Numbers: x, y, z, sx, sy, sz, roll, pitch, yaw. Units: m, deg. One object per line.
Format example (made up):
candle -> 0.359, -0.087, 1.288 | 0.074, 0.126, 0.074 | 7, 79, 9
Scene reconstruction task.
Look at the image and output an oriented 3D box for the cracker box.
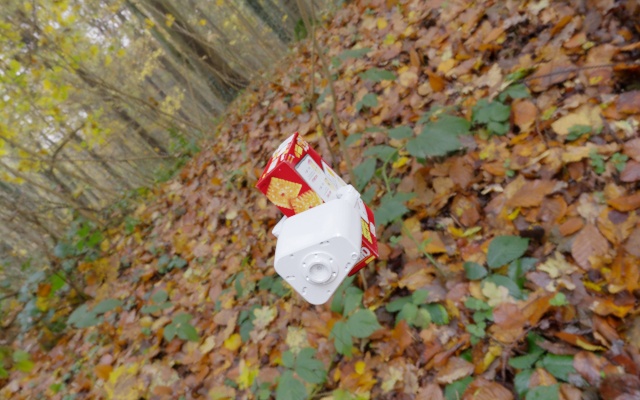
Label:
cracker box -> 0.000, 0.002, 0.798 | 0.072, 0.214, 0.164 | -39, 16, 18
